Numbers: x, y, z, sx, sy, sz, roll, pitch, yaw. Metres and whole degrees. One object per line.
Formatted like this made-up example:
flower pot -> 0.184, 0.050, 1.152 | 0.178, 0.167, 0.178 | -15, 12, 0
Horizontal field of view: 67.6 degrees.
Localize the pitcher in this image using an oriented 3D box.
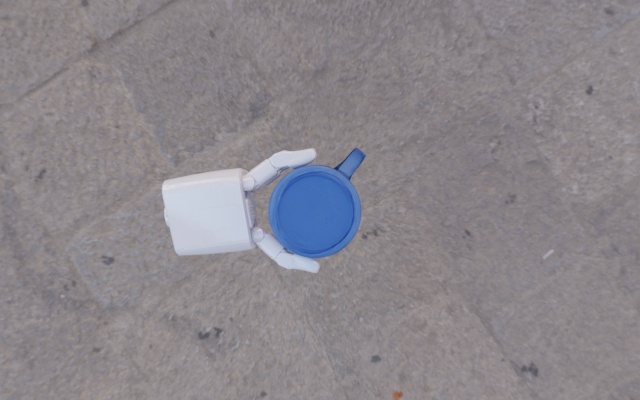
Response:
pitcher -> 0.000, 0.002, 0.659 | 0.145, 0.149, 0.243 | -5, 1, 0
